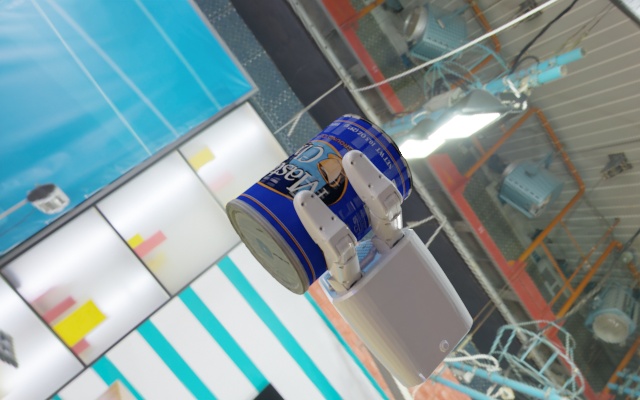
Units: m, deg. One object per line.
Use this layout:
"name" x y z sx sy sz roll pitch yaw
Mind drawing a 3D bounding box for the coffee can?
"coffee can" 0.000 0.001 0.438 0.140 0.103 0.103 -40 17 -21
